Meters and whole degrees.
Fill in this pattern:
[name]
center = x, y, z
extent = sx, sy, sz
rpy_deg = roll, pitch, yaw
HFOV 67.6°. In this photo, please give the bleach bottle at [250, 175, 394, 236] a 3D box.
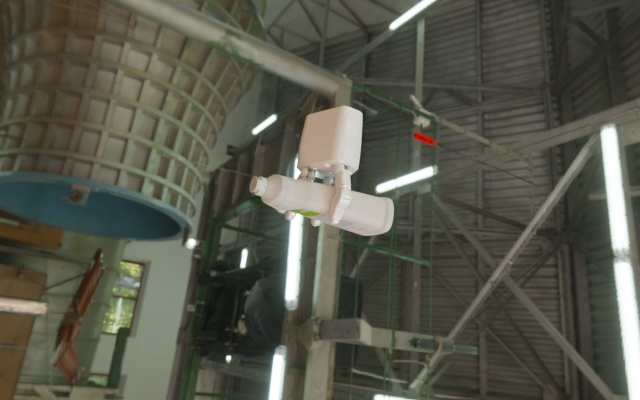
[bleach bottle]
center = 0.000, 0.003, 0.831
extent = 0.251, 0.068, 0.102
rpy_deg = 16, -18, -29
